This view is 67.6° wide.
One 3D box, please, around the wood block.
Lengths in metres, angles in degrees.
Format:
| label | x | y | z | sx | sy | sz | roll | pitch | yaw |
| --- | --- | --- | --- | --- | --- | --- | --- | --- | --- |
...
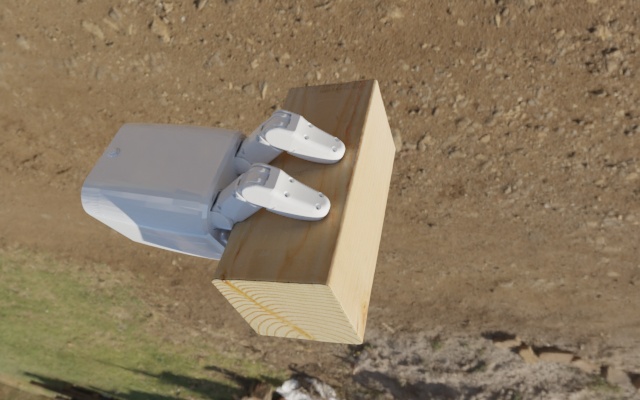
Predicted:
| label | x | y | z | sx | sy | sz | roll | pitch | yaw |
| --- | --- | --- | --- | --- | --- | --- | --- | --- | --- |
| wood block | 0.000 | 0.002 | 0.401 | 0.090 | 0.206 | 0.091 | -1 | -40 | 21 |
